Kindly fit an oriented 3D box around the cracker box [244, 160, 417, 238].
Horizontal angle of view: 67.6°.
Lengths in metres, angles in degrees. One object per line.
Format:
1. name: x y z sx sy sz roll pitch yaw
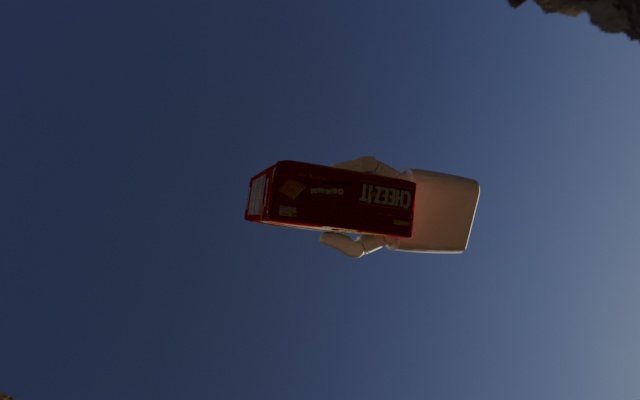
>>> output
1. cracker box: 0.000 0.002 0.608 0.164 0.072 0.214 8 -4 -15
